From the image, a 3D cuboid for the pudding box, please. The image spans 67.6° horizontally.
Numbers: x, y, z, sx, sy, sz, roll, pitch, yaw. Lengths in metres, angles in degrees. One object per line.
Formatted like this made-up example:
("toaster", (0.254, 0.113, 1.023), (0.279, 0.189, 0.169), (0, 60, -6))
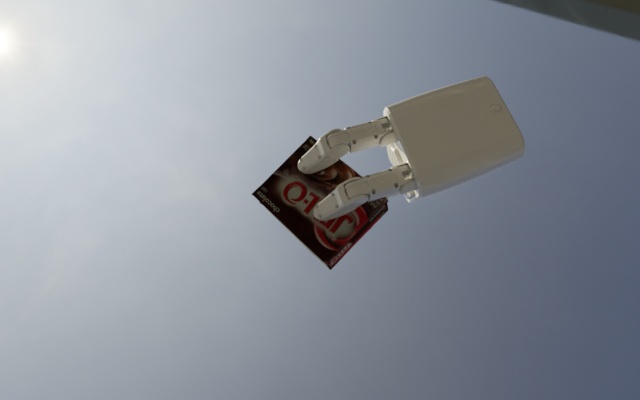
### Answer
("pudding box", (0.000, 0.002, 0.496), (0.113, 0.090, 0.039), (41, -10, 22))
